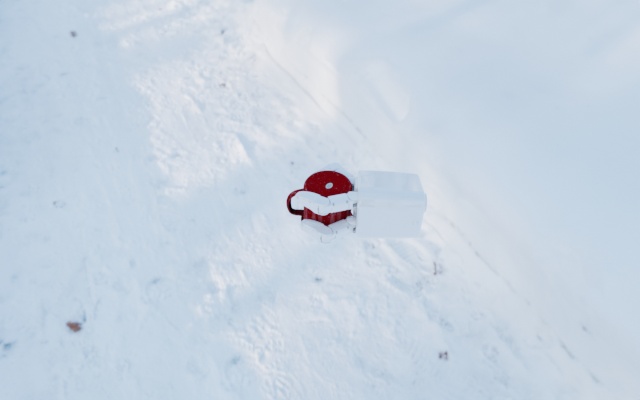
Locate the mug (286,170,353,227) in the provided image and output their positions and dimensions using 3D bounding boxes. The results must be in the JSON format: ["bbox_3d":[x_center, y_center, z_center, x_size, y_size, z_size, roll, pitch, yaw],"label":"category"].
[{"bbox_3d":[-0.001,0.002,0.814,0.117,0.082,0.093,2,42,2],"label":"mug"}]
